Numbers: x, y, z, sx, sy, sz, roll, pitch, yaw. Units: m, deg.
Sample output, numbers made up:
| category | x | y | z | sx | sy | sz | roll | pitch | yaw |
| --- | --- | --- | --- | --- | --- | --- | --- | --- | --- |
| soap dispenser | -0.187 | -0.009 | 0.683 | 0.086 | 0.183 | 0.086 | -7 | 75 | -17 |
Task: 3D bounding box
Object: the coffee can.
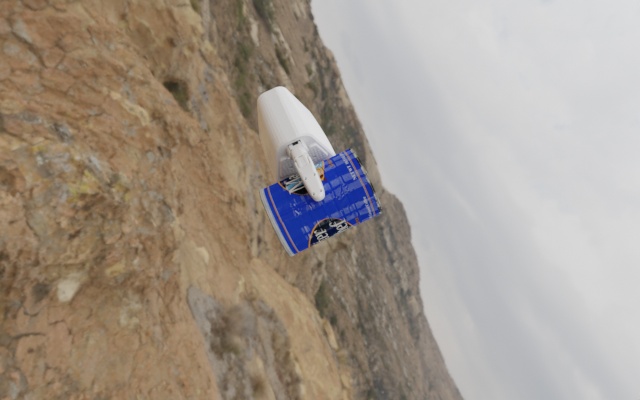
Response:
| category | x | y | z | sx | sy | sz | roll | pitch | yaw |
| --- | --- | --- | --- | --- | --- | --- | --- | --- | --- |
| coffee can | 0.000 | 0.002 | 0.663 | 0.140 | 0.103 | 0.103 | -25 | 0 | 0 |
